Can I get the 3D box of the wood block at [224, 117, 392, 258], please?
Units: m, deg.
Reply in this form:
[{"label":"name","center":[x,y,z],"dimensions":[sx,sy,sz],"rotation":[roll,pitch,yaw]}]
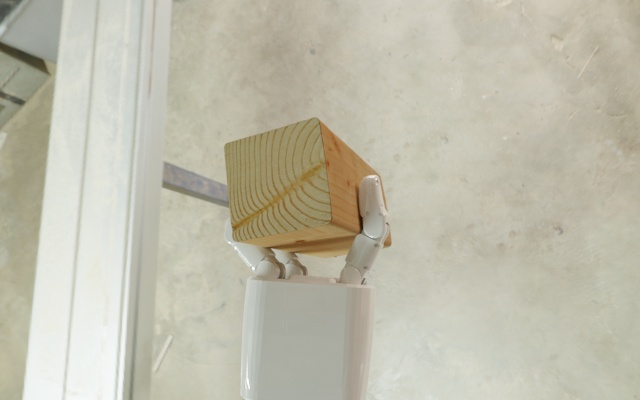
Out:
[{"label":"wood block","center":[0.000,0.002,0.480],"dimensions":[0.091,0.090,0.206],"rotation":[-12,-14,19]}]
